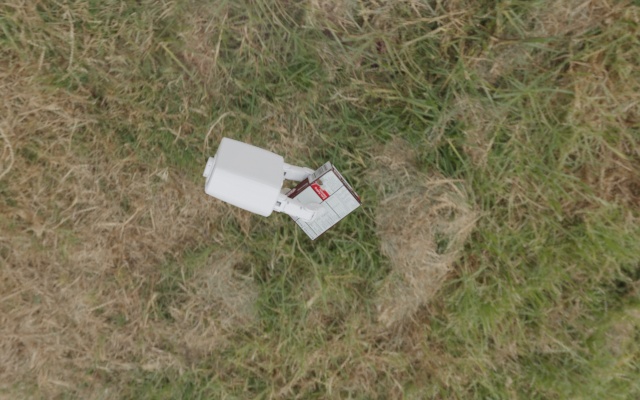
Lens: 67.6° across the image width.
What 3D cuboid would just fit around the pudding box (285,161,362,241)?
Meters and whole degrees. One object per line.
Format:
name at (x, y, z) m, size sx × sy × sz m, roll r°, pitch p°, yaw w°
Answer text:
pudding box at (0.000, 0.003, 0.819) m, size 0.113 × 0.090 × 0.039 m, roll -36°, pitch 24°, yaw 11°
